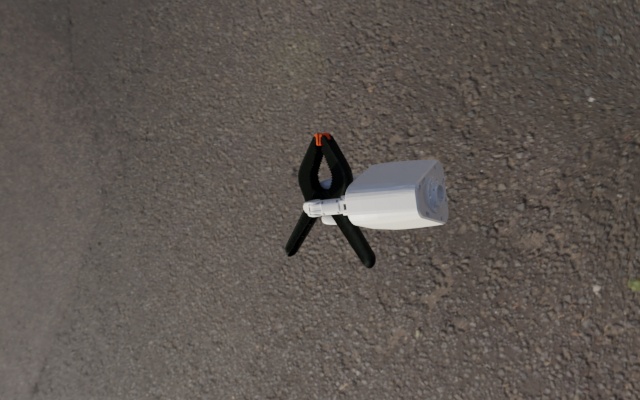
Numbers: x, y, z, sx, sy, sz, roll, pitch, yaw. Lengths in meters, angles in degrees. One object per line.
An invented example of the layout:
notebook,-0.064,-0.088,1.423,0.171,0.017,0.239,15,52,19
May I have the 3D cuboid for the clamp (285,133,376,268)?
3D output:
clamp,0.000,0.002,0.745,0.164,0.210,0.036,-5,6,34
